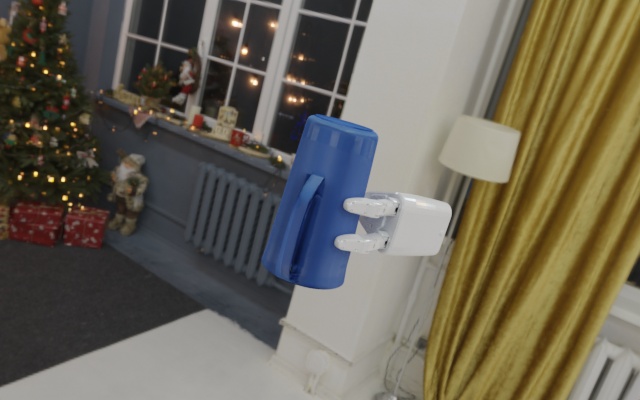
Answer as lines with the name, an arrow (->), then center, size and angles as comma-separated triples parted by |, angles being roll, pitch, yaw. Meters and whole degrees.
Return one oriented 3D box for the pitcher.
pitcher -> 0.000, 0.002, 0.708 | 0.145, 0.243, 0.149 | 8, 15, -27
